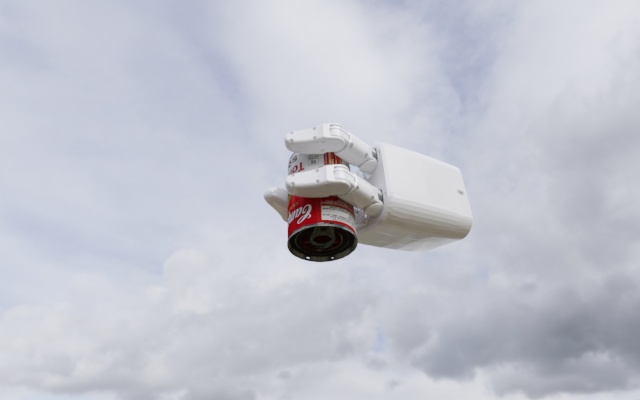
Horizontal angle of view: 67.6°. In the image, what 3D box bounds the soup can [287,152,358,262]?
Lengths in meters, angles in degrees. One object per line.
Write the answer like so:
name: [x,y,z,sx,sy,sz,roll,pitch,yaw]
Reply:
soup can: [0.000,0.001,0.485,0.068,0.102,0.069,-2,-36,-1]
